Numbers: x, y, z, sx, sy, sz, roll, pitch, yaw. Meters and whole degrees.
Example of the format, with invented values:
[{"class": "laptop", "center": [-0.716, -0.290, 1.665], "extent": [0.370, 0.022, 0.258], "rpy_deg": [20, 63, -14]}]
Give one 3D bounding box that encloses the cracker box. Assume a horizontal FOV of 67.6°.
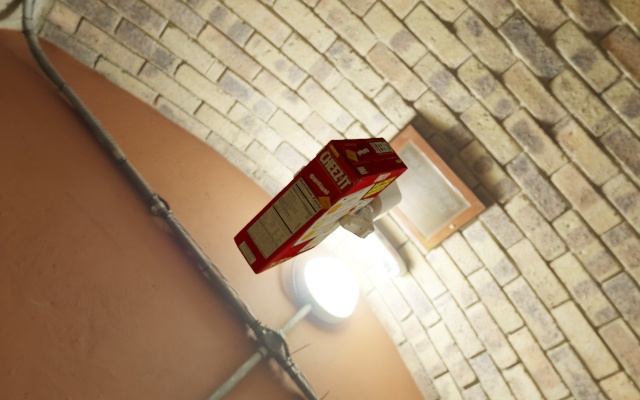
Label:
[{"class": "cracker box", "center": [0.000, 0.002, 0.676], "extent": [0.214, 0.072, 0.164], "rpy_deg": [-43, -13, 28]}]
